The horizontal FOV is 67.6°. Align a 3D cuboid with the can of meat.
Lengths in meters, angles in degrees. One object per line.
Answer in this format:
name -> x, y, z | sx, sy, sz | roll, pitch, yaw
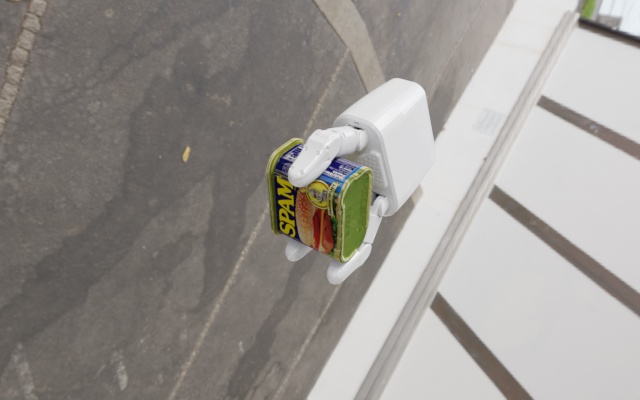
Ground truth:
can of meat -> 0.000, 0.002, 0.460 | 0.084, 0.102, 0.057 | 23, 43, 27
